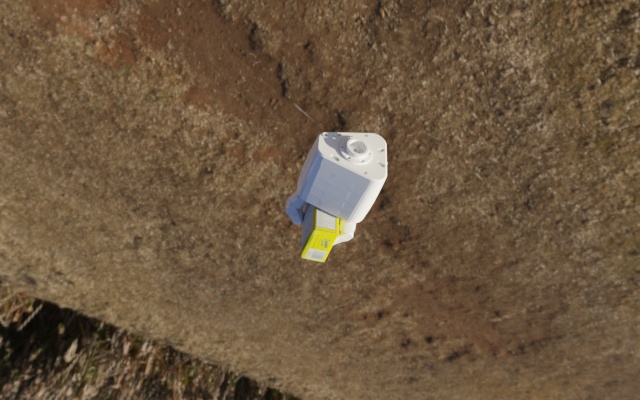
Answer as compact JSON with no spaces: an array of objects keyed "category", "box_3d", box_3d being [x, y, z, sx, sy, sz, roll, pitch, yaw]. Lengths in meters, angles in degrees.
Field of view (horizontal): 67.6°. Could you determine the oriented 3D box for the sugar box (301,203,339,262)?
[{"category":"sugar box","box_3d":[0.001,0.003,0.794,0.048,0.176,0.093,12,-37,-10]}]
